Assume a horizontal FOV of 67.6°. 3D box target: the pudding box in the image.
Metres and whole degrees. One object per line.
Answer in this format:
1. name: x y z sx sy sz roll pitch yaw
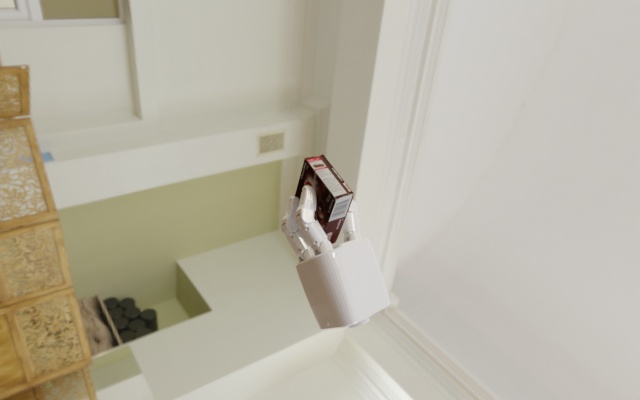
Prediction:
1. pudding box: 0.000 0.002 0.717 0.039 0.114 0.090 -15 53 -32
